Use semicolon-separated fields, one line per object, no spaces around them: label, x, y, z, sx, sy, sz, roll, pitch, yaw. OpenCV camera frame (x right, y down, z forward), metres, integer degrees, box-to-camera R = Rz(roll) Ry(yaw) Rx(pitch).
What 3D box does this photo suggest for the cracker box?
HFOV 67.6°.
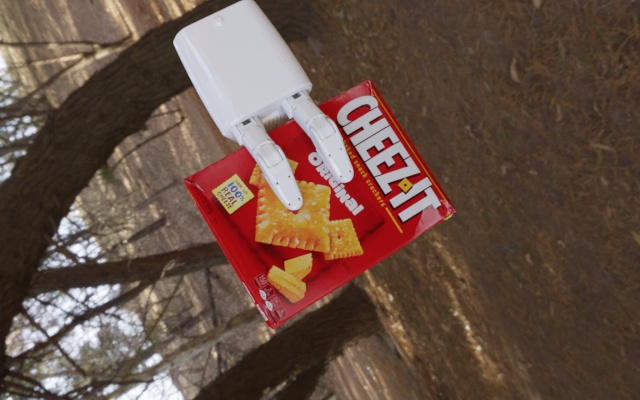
cracker box;0.000;0.002;0.480;0.213;0.164;0.072;-31;-6;-11
